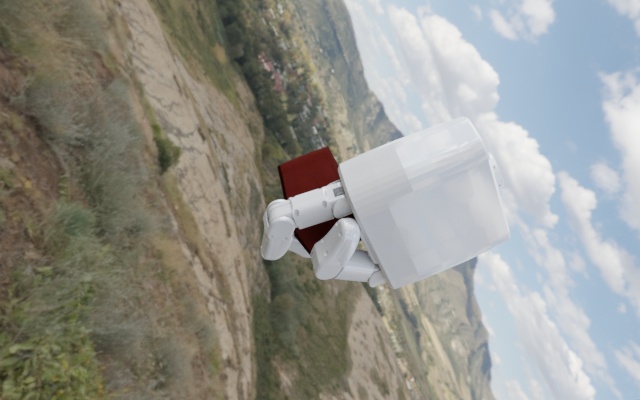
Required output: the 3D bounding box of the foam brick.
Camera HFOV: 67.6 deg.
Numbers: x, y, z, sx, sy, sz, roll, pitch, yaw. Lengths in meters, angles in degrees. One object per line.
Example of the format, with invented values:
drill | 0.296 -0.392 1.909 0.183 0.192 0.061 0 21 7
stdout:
foam brick | 0.000 0.001 0.425 0.051 0.078 0.053 -23 -41 9
